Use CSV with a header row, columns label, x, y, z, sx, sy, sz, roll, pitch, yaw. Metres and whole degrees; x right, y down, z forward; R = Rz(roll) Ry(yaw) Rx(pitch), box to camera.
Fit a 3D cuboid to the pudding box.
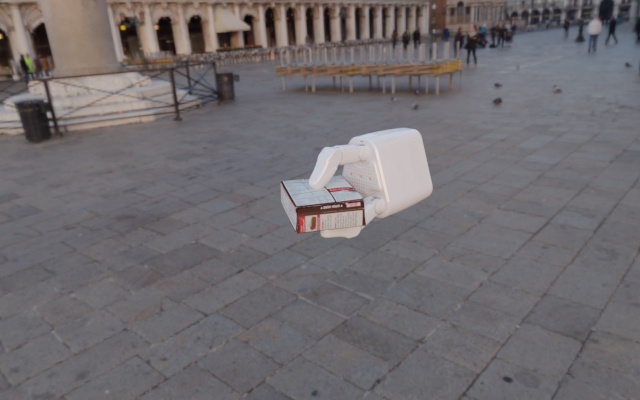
label,x,y,z,sx,sy,sz,roll,pitch,yaw
pudding box,0.000,0.002,0.622,0.090,0.039,0.113,-7,19,-12
